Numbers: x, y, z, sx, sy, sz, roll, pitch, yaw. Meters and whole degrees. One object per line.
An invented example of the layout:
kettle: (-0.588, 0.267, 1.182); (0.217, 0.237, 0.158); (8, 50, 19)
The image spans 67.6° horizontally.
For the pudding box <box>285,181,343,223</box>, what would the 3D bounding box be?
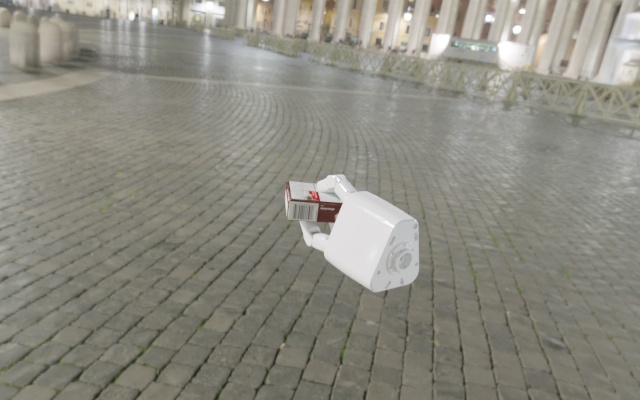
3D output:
pudding box: (0.000, 0.002, 0.776); (0.113, 0.039, 0.090); (6, 20, -9)
